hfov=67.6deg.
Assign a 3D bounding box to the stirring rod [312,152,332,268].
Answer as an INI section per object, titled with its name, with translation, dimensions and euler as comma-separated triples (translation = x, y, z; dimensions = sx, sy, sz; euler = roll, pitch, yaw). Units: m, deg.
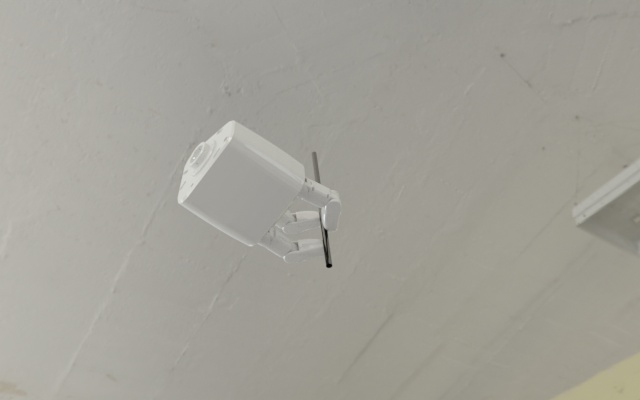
[stirring rod]
translation = 0.000, 0.002, 0.667
dimensions = 0.011, 0.011, 0.239
euler = 0, 40, -6
